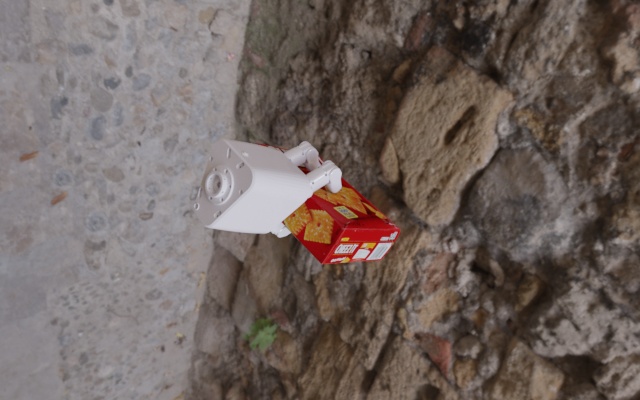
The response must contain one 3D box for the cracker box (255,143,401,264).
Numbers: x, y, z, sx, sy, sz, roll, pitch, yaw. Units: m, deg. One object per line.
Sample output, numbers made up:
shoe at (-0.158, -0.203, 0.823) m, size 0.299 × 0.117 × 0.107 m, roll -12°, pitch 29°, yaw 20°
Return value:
cracker box at (0.000, 0.003, 0.738) m, size 0.213 × 0.072 × 0.164 m, roll 44°, pitch 22°, yaw 31°
